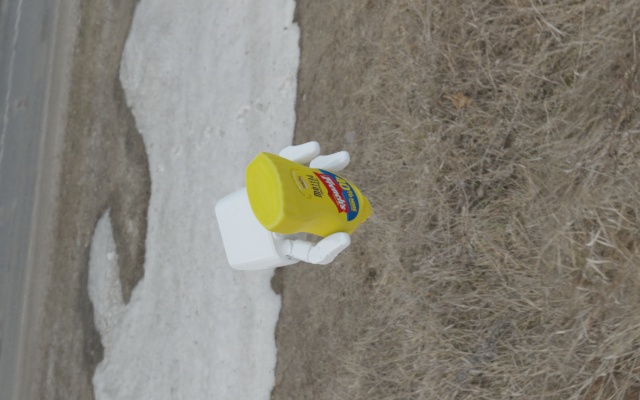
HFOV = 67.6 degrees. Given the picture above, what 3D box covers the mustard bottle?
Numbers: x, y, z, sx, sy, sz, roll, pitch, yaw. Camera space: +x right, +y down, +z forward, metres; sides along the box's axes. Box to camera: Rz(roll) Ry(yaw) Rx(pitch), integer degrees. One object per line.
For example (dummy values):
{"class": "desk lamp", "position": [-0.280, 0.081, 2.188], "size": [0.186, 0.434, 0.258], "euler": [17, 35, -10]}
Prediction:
{"class": "mustard bottle", "position": [0.000, 0.002, 0.600], "size": [0.191, 0.096, 0.058], "euler": [12, -45, -45]}
